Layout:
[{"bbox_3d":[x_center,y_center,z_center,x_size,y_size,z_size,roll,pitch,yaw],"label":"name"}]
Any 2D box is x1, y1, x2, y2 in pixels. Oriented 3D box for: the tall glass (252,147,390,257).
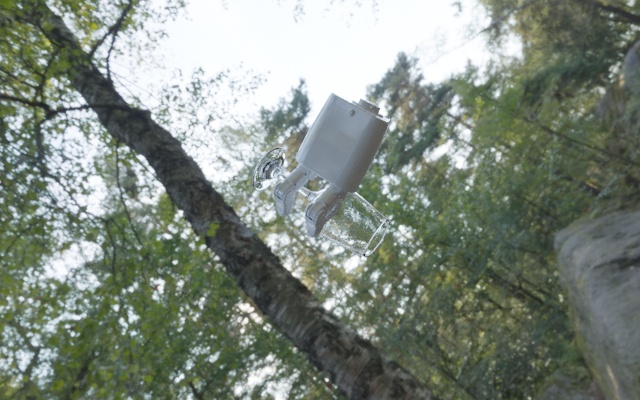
[{"bbox_3d":[0.000,0.002,0.692,0.201,0.079,0.079,33,12,20],"label":"tall glass"}]
